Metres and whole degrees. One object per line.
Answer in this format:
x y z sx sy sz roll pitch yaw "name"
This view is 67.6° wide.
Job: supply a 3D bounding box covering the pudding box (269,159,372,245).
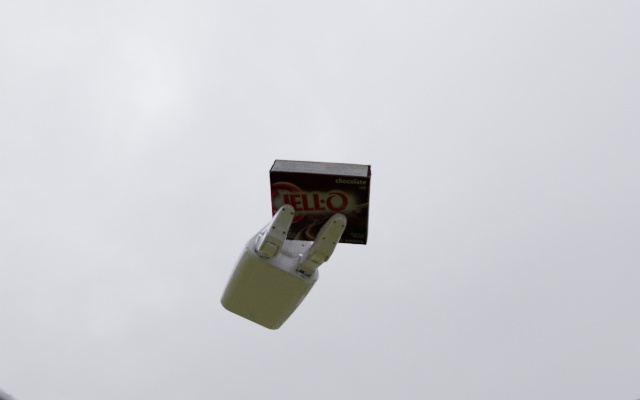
0.000 0.002 0.546 0.113 0.090 0.039 2 32 5 "pudding box"
